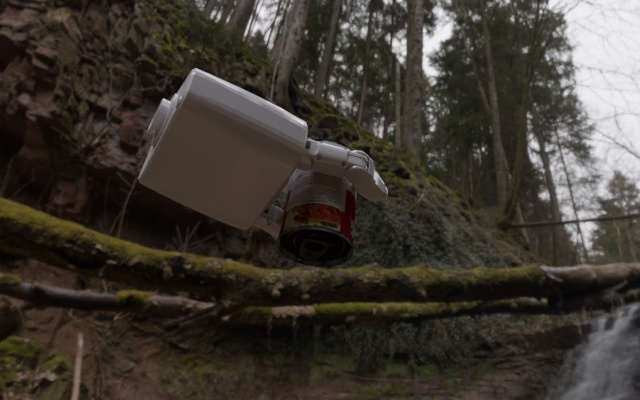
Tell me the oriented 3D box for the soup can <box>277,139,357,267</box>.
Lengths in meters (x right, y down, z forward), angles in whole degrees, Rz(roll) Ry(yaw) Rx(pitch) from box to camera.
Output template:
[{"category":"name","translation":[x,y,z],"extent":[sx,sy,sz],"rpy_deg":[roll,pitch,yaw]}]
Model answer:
[{"category":"soup can","translation":[0.001,0.001,0.447],"extent":[0.068,0.102,0.069],"rpy_deg":[5,-35,3]}]
